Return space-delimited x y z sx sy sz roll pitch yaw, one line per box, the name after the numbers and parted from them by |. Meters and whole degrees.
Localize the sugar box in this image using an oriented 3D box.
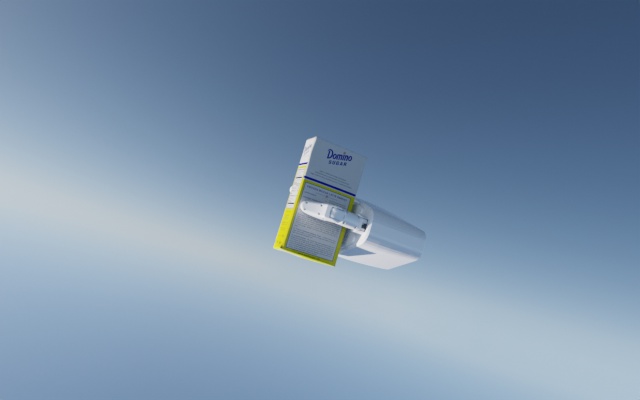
0.000 0.003 0.725 0.093 0.176 0.048 21 -10 -22 | sugar box
